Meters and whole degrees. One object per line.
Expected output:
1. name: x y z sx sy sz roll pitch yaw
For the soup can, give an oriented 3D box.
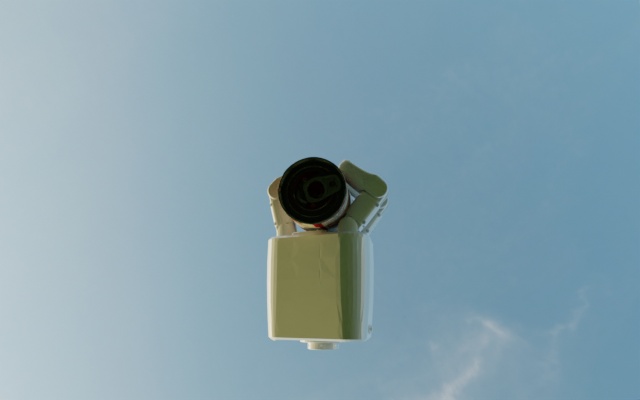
1. soup can: 0.000 0.001 0.511 0.068 0.068 0.102 0 -14 10
